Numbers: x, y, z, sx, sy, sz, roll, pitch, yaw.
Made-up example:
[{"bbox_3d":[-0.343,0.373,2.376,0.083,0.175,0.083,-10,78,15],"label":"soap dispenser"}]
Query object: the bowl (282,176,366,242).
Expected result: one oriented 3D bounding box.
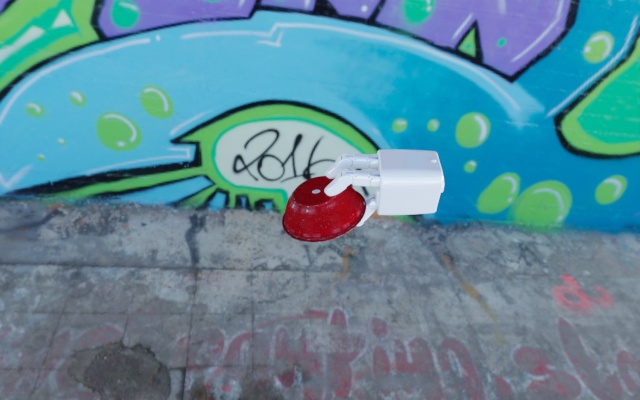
[{"bbox_3d":[-0.001,0.003,0.873,0.162,0.055,0.162,-11,36,8],"label":"bowl"}]
